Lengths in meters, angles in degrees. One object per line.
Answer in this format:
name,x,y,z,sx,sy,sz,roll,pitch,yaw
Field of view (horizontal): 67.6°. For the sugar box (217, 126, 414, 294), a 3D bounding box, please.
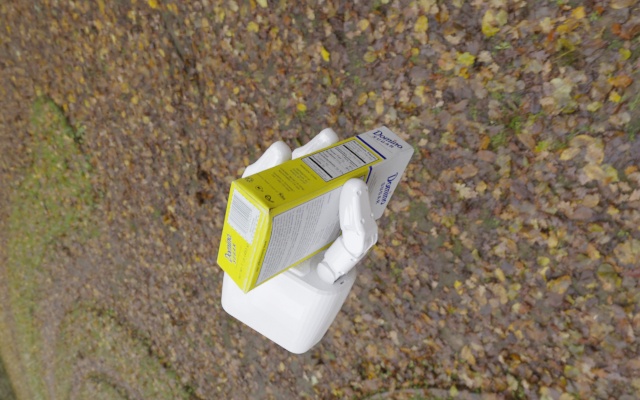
sugar box,0.000,0.001,0.409,0.048,0.093,0.176,41,44,22
